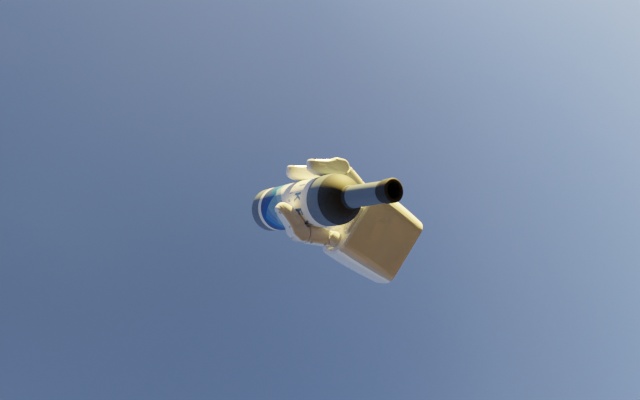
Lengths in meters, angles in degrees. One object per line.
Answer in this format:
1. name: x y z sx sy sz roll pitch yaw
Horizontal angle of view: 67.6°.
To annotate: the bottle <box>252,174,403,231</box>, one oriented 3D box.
1. bottle: 0.000 0.002 0.637 0.069 0.069 0.296 0 -5 -33
